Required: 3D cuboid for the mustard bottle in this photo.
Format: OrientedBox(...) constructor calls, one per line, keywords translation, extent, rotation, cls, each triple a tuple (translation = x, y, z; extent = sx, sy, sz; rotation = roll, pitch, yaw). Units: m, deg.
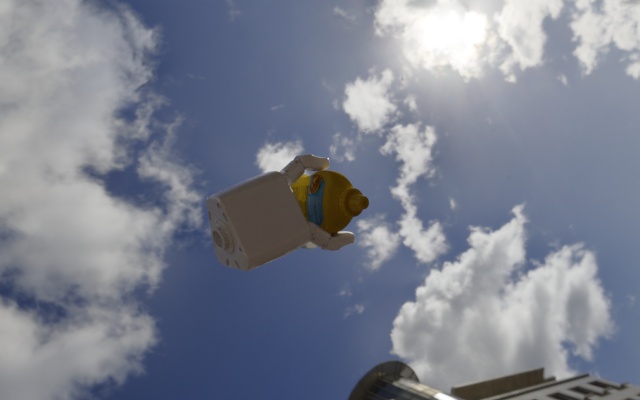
OrientedBox(translation=(0.000, 0.002, 0.731), extent=(0.058, 0.096, 0.191), rotation=(6, -3, -39), cls="mustard bottle")
